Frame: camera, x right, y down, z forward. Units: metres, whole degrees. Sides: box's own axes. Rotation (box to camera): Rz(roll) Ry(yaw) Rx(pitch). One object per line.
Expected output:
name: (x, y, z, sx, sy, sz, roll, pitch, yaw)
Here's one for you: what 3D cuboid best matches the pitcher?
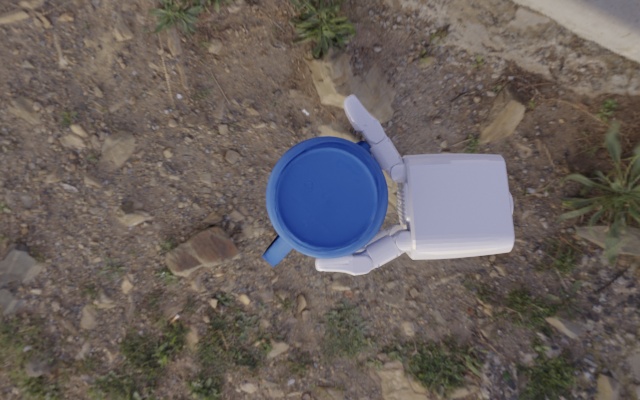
pitcher: (0.000, 0.002, 0.528, 0.145, 0.149, 0.243, -2, 2, 1)
